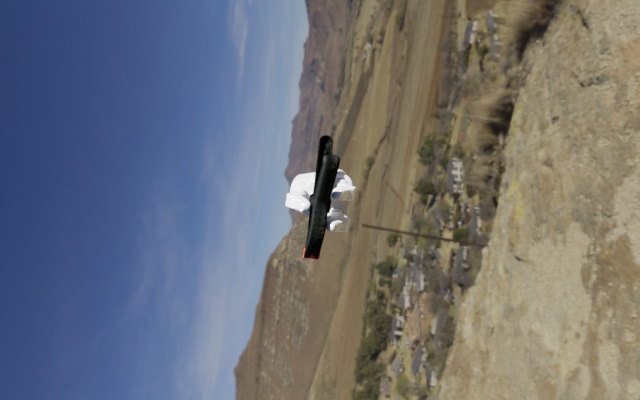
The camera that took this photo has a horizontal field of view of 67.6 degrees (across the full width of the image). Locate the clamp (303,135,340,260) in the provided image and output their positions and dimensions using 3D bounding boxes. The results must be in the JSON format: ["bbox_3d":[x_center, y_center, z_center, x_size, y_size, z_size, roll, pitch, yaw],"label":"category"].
[{"bbox_3d":[-0.001,0.003,0.782,0.036,0.210,0.164,8,11,-4],"label":"clamp"}]
